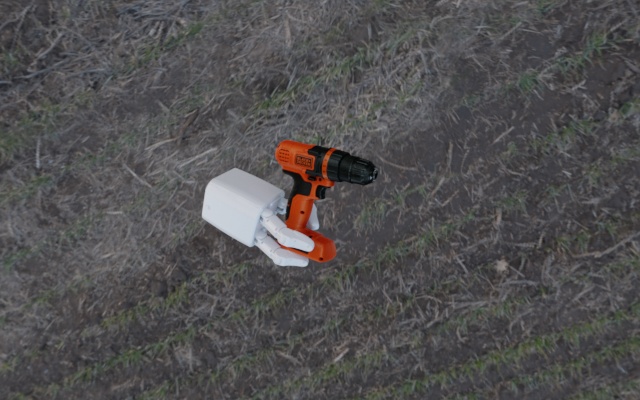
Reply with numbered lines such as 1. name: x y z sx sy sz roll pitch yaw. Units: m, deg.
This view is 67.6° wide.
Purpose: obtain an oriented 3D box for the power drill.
1. power drill: 0.000 0.003 0.794 0.184 0.188 0.057 17 18 30
